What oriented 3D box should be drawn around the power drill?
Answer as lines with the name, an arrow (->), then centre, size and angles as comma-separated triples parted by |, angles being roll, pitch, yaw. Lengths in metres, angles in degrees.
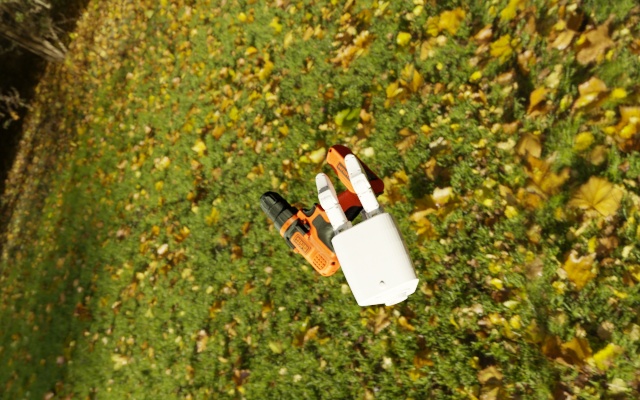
power drill -> 0.001, 0.002, 0.780 | 0.184, 0.188, 0.057 | 44, 27, 16
